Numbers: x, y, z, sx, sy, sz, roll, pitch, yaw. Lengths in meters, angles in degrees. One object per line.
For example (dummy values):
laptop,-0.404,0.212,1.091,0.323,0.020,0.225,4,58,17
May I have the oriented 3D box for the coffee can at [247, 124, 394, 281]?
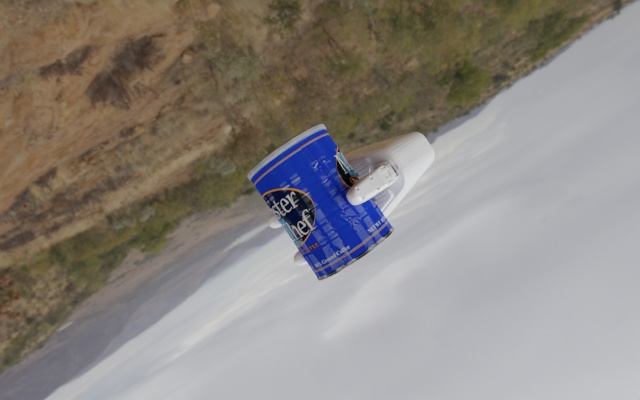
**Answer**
coffee can,0.000,0.002,0.530,0.103,0.140,0.103,-34,0,0
